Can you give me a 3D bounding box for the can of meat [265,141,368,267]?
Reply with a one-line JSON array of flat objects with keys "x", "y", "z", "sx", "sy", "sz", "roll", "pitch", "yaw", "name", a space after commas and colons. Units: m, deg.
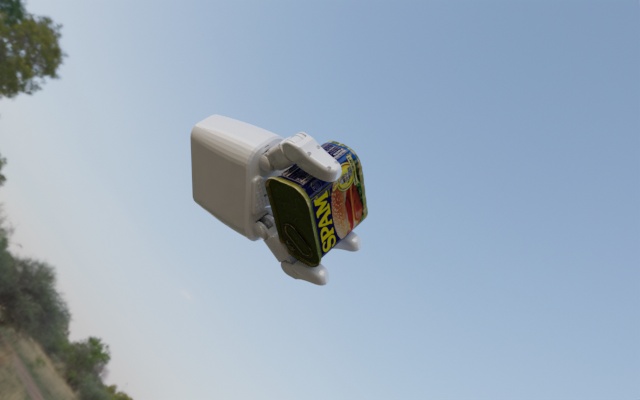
[{"x": 0.000, "y": 0.001, "z": 0.483, "sx": 0.057, "sy": 0.102, "sz": 0.084, "roll": 23, "pitch": 48, "yaw": 36, "name": "can of meat"}]
